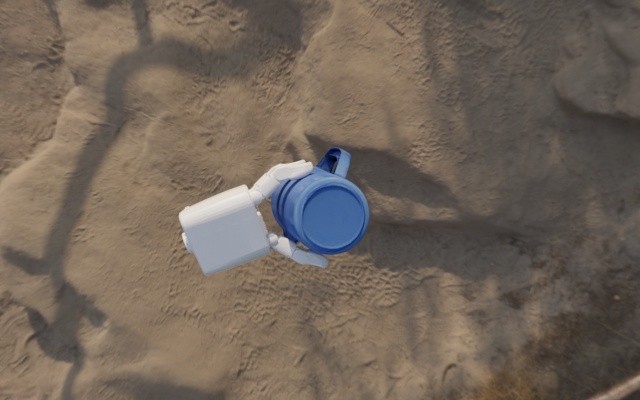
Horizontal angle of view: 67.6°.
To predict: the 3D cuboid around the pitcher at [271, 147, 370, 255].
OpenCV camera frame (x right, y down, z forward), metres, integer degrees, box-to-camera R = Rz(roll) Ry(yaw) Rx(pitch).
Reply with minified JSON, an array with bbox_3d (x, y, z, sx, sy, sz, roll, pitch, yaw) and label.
[{"bbox_3d":[0.000,0.003,0.759,0.145,0.149,0.243,-18,8,-8],"label":"pitcher"}]
